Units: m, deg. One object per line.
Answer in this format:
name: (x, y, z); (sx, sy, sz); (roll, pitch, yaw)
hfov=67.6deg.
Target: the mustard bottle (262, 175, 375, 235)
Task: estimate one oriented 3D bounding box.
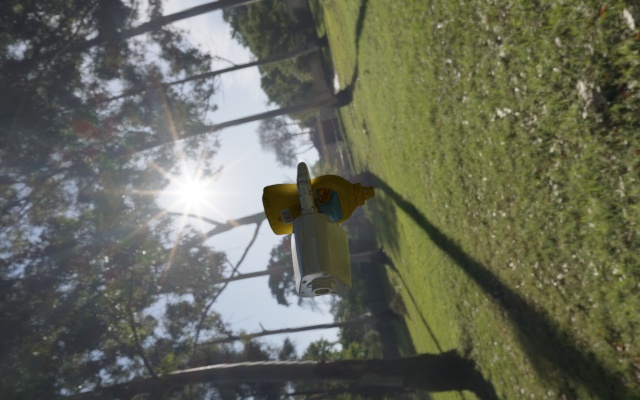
mustard bottle: (0.000, 0.003, 0.839); (0.191, 0.096, 0.058); (-11, 34, 7)
